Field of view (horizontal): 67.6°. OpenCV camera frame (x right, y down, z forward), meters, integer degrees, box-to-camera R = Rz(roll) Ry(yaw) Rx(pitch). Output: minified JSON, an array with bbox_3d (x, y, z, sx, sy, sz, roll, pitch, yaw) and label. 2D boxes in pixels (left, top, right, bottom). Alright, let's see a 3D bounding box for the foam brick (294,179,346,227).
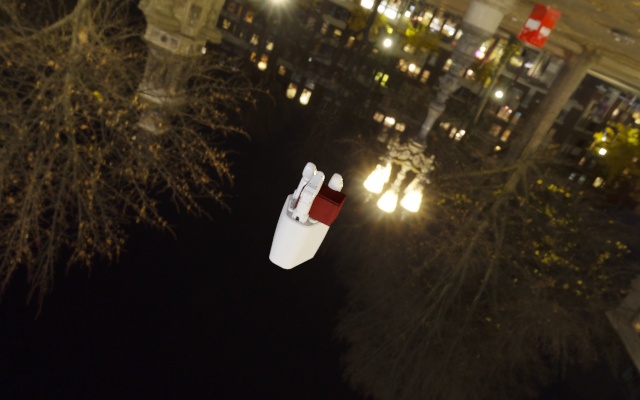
[{"bbox_3d":[0.000,0.003,0.895,0.078,0.051,0.053,27,28,8],"label":"foam brick"}]
